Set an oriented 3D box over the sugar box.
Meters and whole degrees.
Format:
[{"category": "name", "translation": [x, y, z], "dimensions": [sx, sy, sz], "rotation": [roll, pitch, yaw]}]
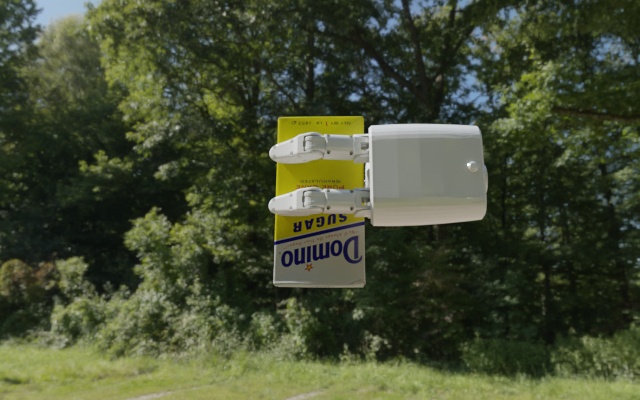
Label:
[{"category": "sugar box", "translation": [0.000, 0.001, 0.500], "dimensions": [0.093, 0.176, 0.048], "rotation": [-1, -14, 3]}]
